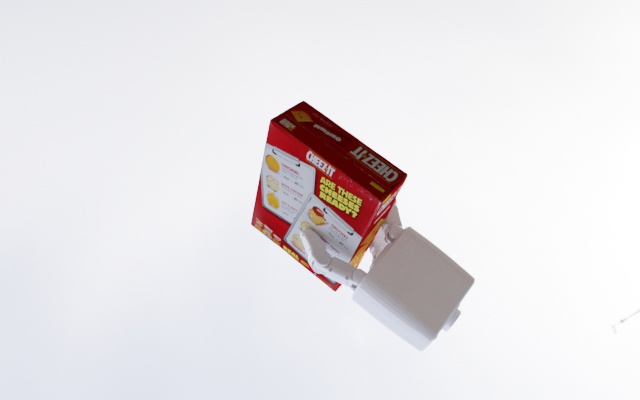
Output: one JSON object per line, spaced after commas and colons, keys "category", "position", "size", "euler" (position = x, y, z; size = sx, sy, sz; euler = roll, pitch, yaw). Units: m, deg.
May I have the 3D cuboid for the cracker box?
{"category": "cracker box", "position": [0.000, 0.002, 0.627], "size": [0.164, 0.214, 0.072], "euler": [37, 52, 14]}
